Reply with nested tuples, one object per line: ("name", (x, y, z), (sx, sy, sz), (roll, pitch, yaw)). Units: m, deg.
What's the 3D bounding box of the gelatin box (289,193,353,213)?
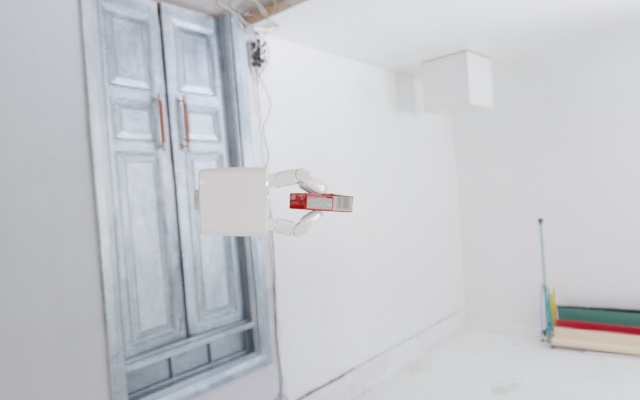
("gelatin box", (0.000, 0.003, 0.810), (0.089, 0.030, 0.073), (4, -1, -23))
